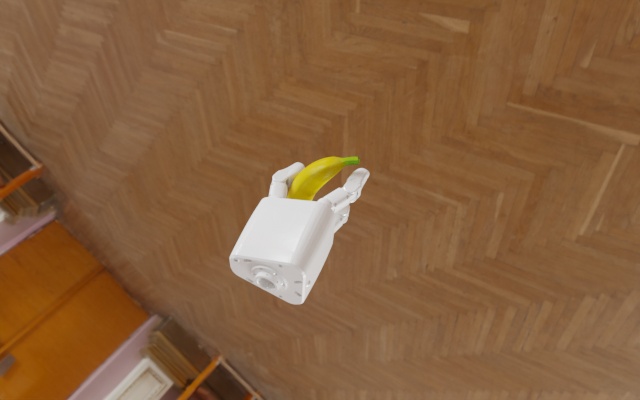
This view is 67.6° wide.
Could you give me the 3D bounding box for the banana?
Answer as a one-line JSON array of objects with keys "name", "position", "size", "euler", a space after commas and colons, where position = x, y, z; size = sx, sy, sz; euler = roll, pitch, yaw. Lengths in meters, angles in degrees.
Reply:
[{"name": "banana", "position": [-0.015, -0.006, 0.721], "size": [0.069, 0.037, 0.198], "euler": [22, -41, -13]}]
